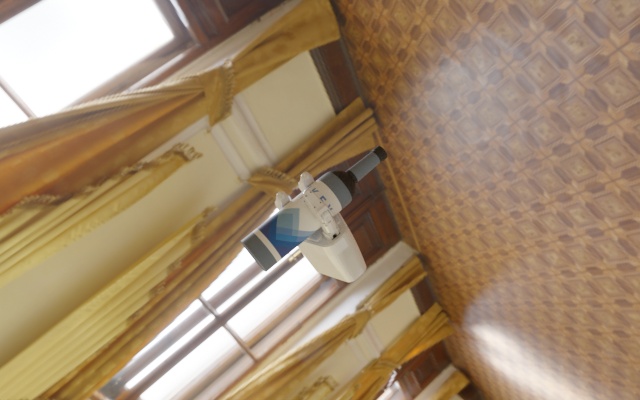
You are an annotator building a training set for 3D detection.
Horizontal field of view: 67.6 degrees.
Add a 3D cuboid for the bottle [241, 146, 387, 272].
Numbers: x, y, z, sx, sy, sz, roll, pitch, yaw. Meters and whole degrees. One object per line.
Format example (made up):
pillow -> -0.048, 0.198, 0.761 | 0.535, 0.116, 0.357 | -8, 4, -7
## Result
bottle -> 0.000, 0.003, 0.820 | 0.295, 0.069, 0.069 | -39, 11, -14
